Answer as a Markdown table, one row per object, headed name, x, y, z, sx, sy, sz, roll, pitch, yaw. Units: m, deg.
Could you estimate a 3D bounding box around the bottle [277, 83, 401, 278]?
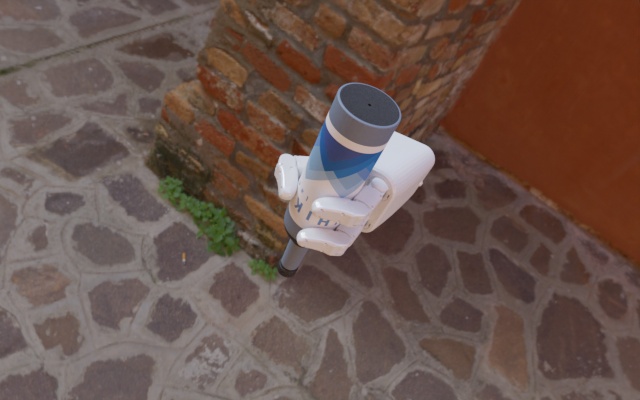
| name | x | y | z | sx | sy | sz | roll | pitch | yaw |
| --- | --- | --- | --- | --- | --- | --- | --- | --- | --- |
| bottle | 0.000 | 0.002 | 0.559 | 0.069 | 0.069 | 0.296 | 0 | -40 | -25 |
